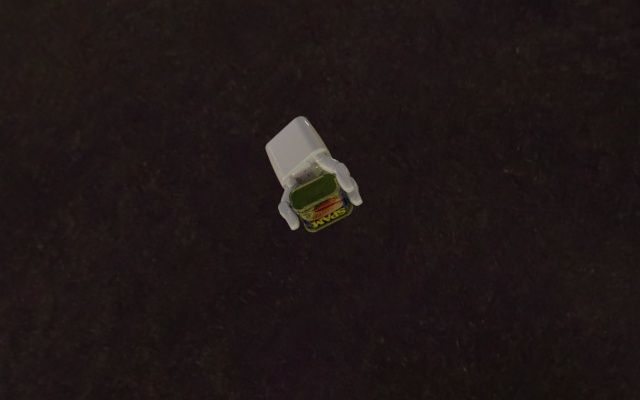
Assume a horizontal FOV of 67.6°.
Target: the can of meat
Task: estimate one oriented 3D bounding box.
[{"bbox_3d":[0.000,0.003,0.897,0.102,0.057,0.084,-26,-35,4],"label":"can of meat"}]
